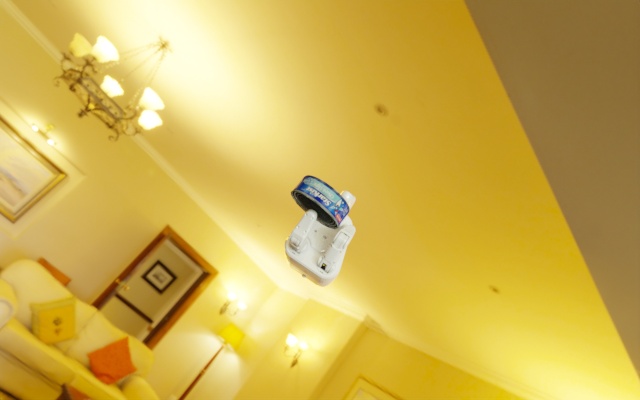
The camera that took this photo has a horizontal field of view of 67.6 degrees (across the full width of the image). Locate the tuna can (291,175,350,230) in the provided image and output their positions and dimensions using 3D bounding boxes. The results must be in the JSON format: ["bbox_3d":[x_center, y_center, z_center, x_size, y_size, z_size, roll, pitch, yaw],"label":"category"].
[{"bbox_3d":[0.000,0.002,0.696,0.086,0.033,0.086,35,-16,11],"label":"tuna can"}]
